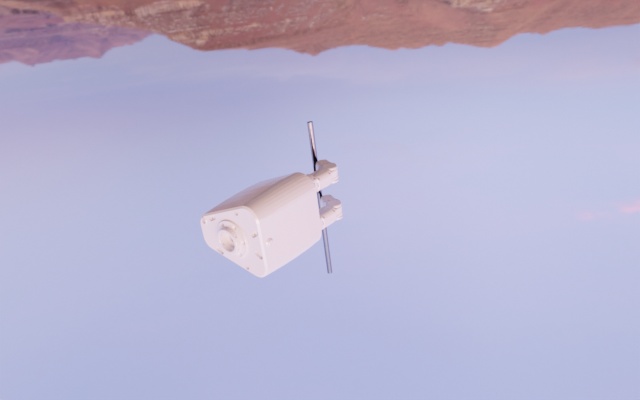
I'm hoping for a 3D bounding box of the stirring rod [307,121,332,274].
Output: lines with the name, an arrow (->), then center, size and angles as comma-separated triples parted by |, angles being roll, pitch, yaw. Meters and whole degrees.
stirring rod -> 0.000, 0.002, 0.703 | 0.011, 0.240, 0.011 | -6, 22, 3
